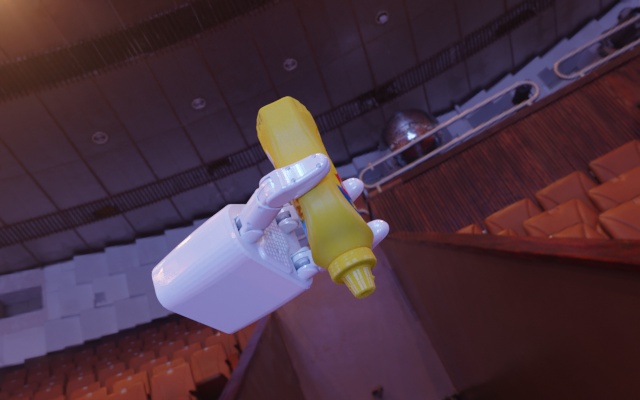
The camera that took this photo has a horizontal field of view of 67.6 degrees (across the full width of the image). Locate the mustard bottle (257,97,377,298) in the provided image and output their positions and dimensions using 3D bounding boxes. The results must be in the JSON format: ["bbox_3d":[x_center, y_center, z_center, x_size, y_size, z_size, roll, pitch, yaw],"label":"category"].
[{"bbox_3d":[0.000,0.001,0.437,0.058,0.191,0.096,-24,-29,-2],"label":"mustard bottle"}]
